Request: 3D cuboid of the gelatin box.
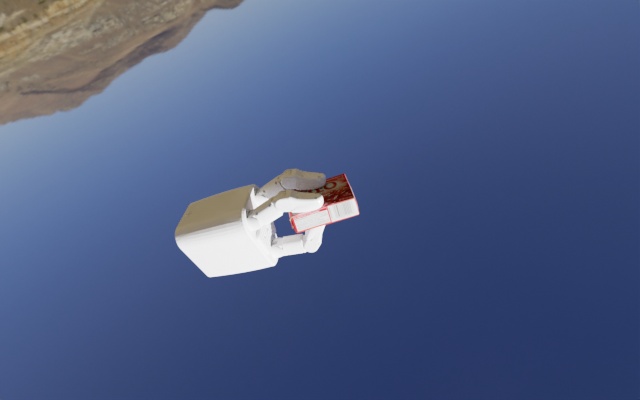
[{"bbox_3d":[0.001,0.002,0.642,0.089,0.030,0.073,-17,30,0],"label":"gelatin box"}]
